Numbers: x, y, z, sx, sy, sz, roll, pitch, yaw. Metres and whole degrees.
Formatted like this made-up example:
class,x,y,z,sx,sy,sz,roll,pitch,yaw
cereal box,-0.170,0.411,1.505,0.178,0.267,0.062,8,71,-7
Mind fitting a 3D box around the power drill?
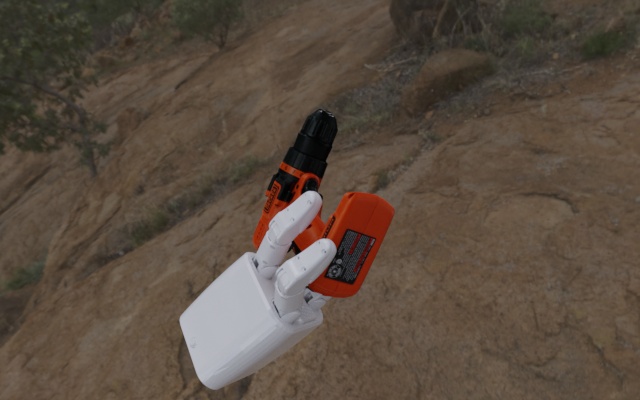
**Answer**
class,x,y,z,sx,sy,sz,roll,pitch,yaw
power drill,0.000,0.002,0.507,0.057,0.184,0.187,18,10,-28
